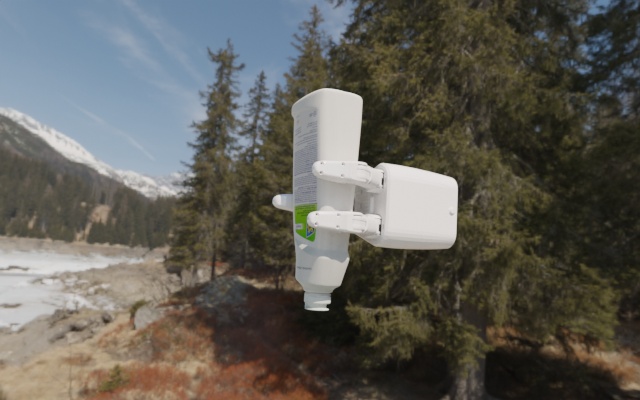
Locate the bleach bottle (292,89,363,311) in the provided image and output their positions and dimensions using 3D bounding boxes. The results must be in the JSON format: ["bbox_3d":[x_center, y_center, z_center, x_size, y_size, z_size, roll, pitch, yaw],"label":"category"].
[{"bbox_3d":[0.000,0.002,0.572,0.068,0.251,0.102,7,-7,-25],"label":"bleach bottle"}]
